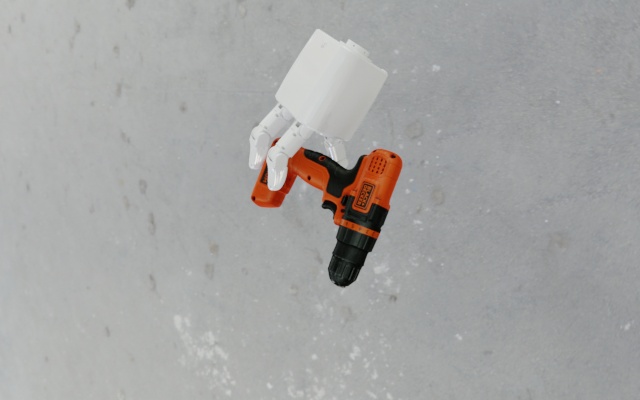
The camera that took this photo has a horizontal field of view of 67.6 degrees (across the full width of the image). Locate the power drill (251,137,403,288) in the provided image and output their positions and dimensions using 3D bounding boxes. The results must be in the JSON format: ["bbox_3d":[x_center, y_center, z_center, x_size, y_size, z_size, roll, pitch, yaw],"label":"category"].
[{"bbox_3d":[0.000,0.002,0.643,0.187,0.184,0.057,21,-3,26],"label":"power drill"}]
